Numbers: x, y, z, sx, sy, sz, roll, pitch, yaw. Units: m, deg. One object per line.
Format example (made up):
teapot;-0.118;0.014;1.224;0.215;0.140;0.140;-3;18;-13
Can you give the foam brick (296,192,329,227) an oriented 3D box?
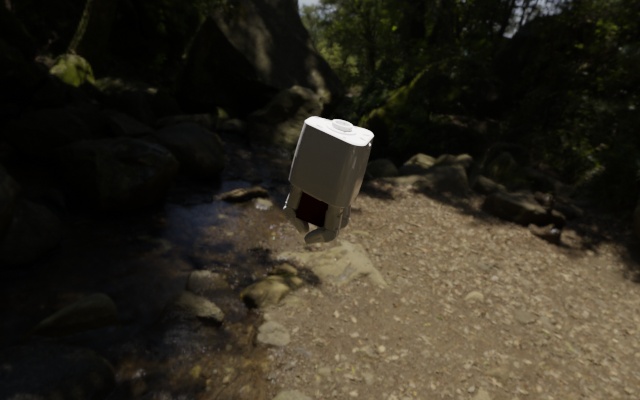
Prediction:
foam brick;0.000;0.003;0.802;0.053;0.051;0.078;22;25;9
